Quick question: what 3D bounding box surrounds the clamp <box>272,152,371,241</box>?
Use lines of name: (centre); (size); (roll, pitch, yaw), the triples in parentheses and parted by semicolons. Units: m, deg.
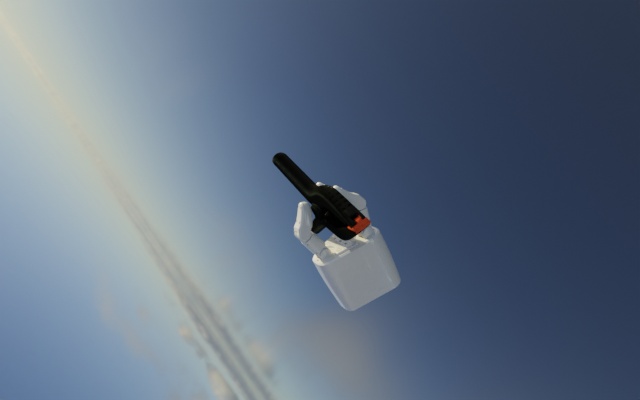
clamp: (0.000, 0.003, 0.737); (0.036, 0.165, 0.210); (-37, 23, -18)
